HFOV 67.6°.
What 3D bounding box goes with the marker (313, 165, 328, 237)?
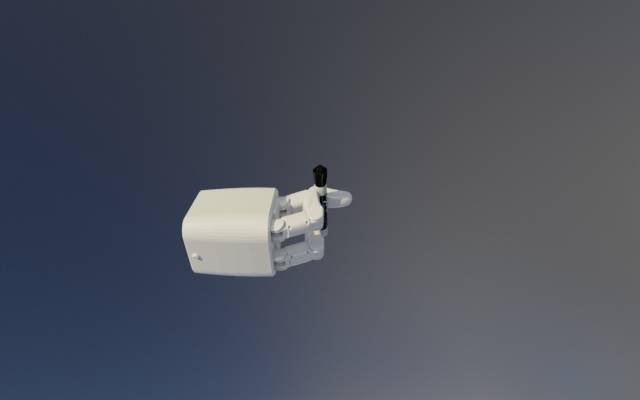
[{"bbox_3d":[0.000,0.002,0.645,0.020,0.121,0.020,-1,42,1],"label":"marker"}]
